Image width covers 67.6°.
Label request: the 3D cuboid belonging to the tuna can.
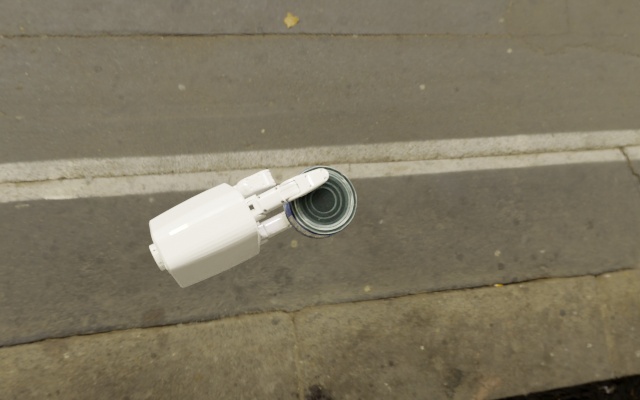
[{"bbox_3d":[0.000,0.002,0.578,0.086,0.086,0.034,0,-11,-15],"label":"tuna can"}]
